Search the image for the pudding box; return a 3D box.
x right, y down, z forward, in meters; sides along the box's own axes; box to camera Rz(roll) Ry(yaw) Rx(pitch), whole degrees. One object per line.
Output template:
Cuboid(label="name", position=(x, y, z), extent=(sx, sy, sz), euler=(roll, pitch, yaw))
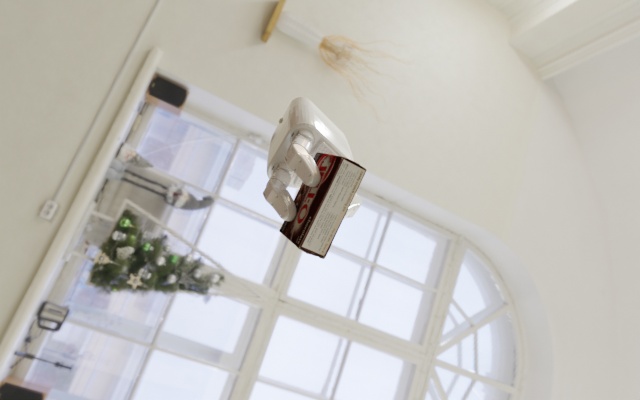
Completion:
Cuboid(label="pudding box", position=(0.000, 0.002, 0.555), extent=(0.039, 0.113, 0.090), euler=(23, 1, -19))
